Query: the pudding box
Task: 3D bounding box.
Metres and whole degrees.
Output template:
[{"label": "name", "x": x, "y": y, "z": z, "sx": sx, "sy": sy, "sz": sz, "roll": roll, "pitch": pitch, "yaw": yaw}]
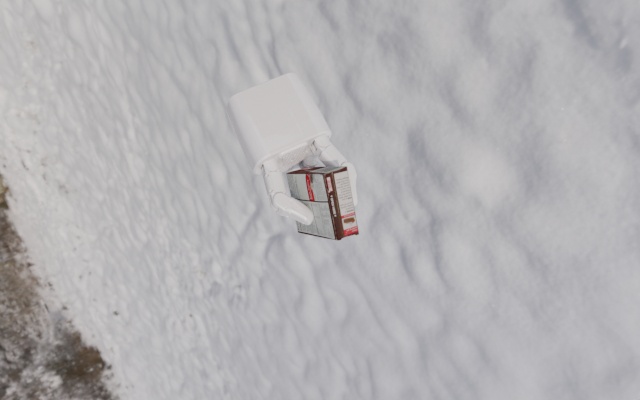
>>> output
[{"label": "pudding box", "x": 0.000, "y": 0.002, "z": 0.638, "sx": 0.039, "sy": 0.090, "sz": 0.113, "roll": -16, "pitch": 11, "yaw": -26}]
